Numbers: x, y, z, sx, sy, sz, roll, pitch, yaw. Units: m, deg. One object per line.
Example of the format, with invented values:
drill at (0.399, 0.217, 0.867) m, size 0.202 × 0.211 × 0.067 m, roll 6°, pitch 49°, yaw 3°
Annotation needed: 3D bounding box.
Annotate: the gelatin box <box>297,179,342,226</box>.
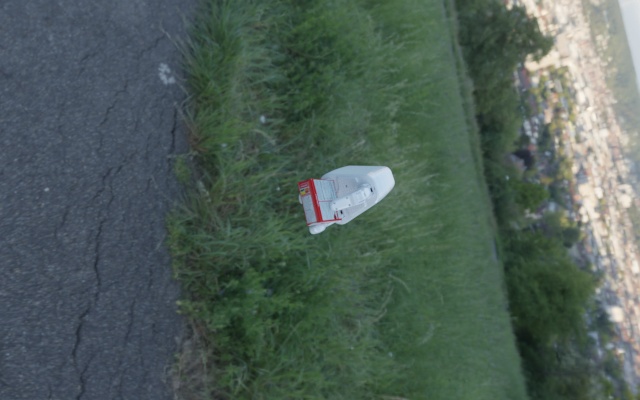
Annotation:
gelatin box at (0.000, 0.003, 0.803) m, size 0.030 × 0.073 × 0.089 m, roll -15°, pitch -6°, yaw 25°
